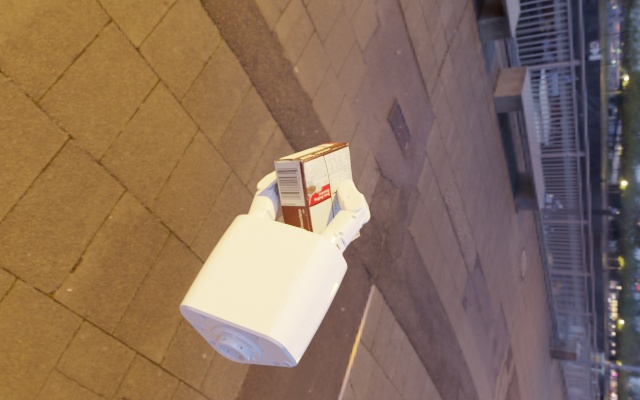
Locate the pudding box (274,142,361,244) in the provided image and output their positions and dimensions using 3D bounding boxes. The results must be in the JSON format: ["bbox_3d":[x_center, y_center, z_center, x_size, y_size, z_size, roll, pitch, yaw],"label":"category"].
[{"bbox_3d":[0.000,0.002,0.508,0.039,0.113,0.090,4,19,34],"label":"pudding box"}]
